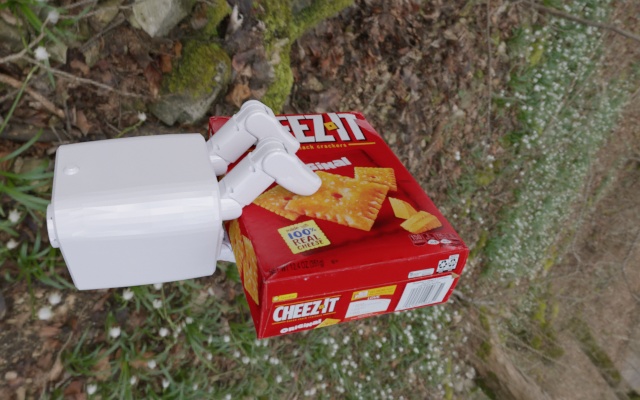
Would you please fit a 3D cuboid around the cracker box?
[{"bbox_3d":[0.000,0.002,0.418,0.164,0.072,0.213,-6,41,-21],"label":"cracker box"}]
